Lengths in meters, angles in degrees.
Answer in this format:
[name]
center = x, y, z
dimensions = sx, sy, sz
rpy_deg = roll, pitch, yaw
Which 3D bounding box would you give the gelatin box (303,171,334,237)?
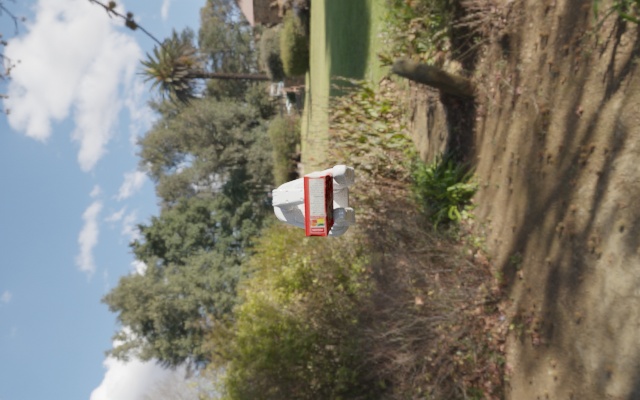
[gelatin box]
center = 0.000, 0.002, 0.602
dimensions = 0.030, 0.073, 0.089
rpy_deg = 0, 7, 8
